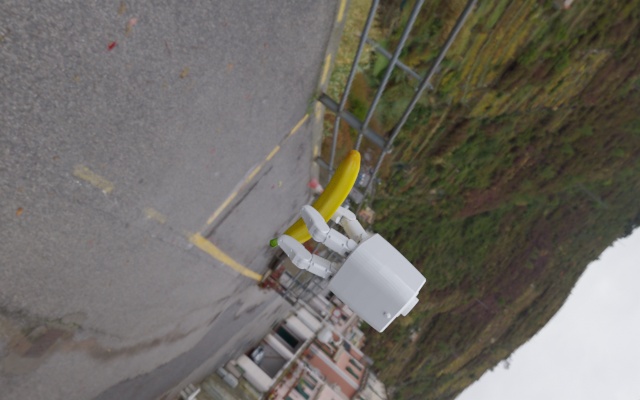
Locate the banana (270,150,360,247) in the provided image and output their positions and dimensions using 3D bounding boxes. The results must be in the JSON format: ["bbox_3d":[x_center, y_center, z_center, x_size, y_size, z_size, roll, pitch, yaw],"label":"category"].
[{"bbox_3d":[0.004,0.006,0.742,0.037,0.198,0.069,44,12,17],"label":"banana"}]
